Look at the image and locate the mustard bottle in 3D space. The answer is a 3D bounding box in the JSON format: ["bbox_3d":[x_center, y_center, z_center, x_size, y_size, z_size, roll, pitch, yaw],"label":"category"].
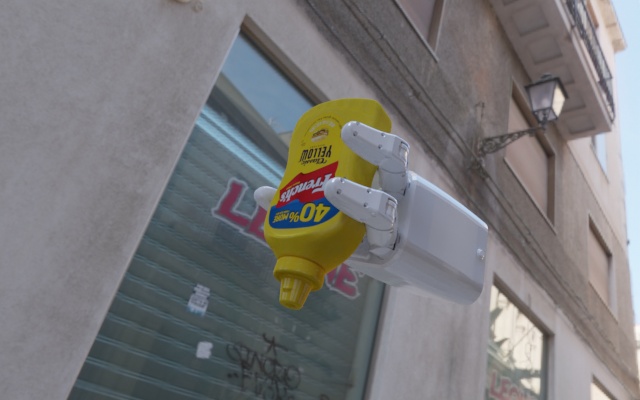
[{"bbox_3d":[0.000,0.001,0.416,0.096,0.191,0.058,-5,-34,34],"label":"mustard bottle"}]
